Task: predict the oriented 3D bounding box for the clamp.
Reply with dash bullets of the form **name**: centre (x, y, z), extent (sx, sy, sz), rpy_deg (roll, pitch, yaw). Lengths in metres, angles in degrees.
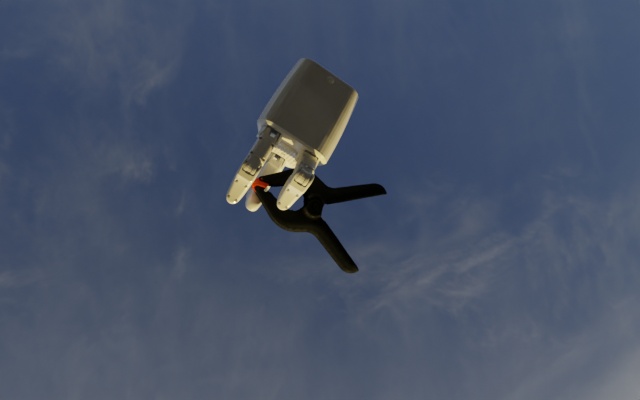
- **clamp**: centre (0.000, 0.002, 0.603), extent (0.171, 0.120, 0.039), rpy_deg (32, -17, -11)
